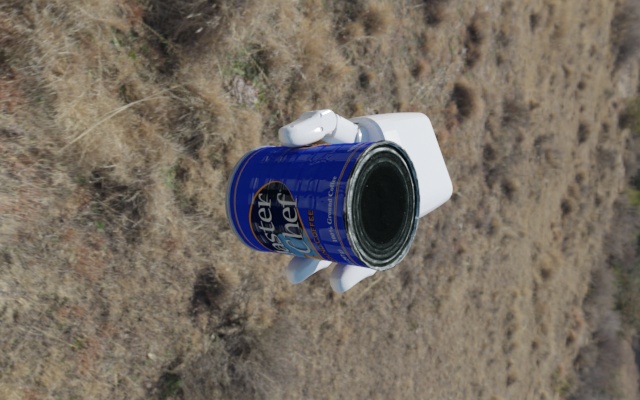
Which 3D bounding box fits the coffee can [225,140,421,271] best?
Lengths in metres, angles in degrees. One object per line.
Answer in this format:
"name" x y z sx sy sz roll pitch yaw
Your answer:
"coffee can" 0.000 0.001 0.417 0.140 0.103 0.103 3 2 41
